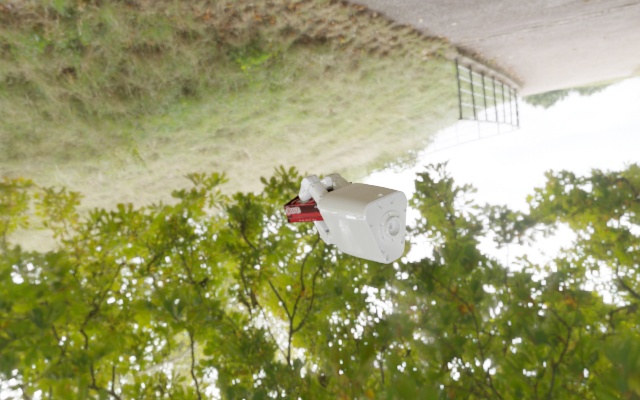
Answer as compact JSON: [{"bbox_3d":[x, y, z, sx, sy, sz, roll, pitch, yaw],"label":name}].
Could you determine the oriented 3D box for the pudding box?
[{"bbox_3d":[0.000,0.003,0.855,0.090,0.039,0.113,-3,17,27],"label":"pudding box"}]
